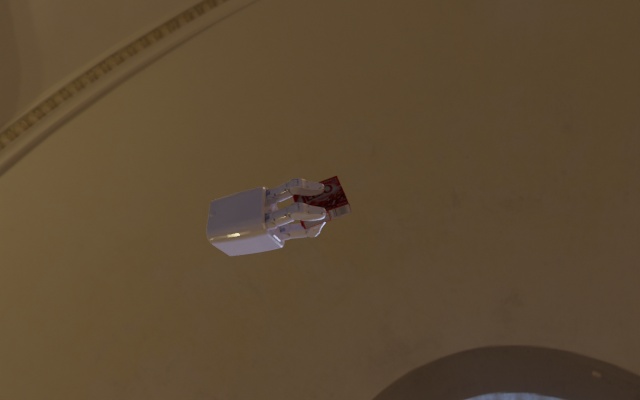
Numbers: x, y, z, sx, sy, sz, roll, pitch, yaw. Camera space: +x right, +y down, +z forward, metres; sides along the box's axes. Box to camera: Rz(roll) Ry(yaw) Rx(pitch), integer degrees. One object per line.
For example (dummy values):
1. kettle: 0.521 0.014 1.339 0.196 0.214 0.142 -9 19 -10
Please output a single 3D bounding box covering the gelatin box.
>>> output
1. gelatin box: 0.001 0.003 0.833 0.089 0.073 0.030 -19 -43 -2
